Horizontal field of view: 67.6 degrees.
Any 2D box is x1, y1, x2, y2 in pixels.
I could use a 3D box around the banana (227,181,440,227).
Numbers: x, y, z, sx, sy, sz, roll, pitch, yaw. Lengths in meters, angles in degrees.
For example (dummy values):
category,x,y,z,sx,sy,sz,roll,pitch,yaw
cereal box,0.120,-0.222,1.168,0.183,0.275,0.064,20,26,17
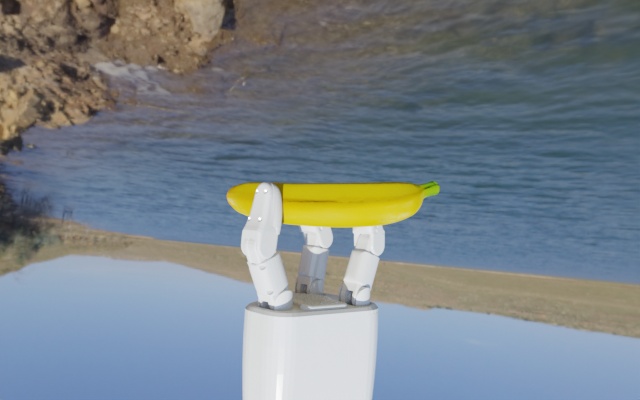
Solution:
category,x,y,z,sx,sy,sz,roll,pitch,yaw
banana,-0.002,0.002,0.407,0.198,0.037,0.069,1,3,16
